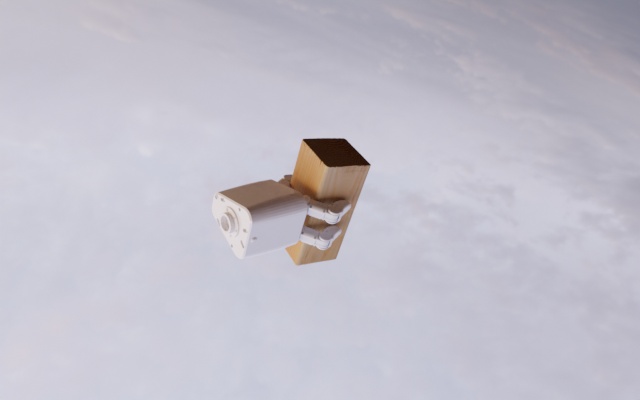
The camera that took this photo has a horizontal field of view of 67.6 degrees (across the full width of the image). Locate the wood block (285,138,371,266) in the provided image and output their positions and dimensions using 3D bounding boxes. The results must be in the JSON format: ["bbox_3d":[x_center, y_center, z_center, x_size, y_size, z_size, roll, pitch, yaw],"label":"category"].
[{"bbox_3d":[0.000,0.003,0.833,0.090,0.206,0.090,-5,39,-32],"label":"wood block"}]
